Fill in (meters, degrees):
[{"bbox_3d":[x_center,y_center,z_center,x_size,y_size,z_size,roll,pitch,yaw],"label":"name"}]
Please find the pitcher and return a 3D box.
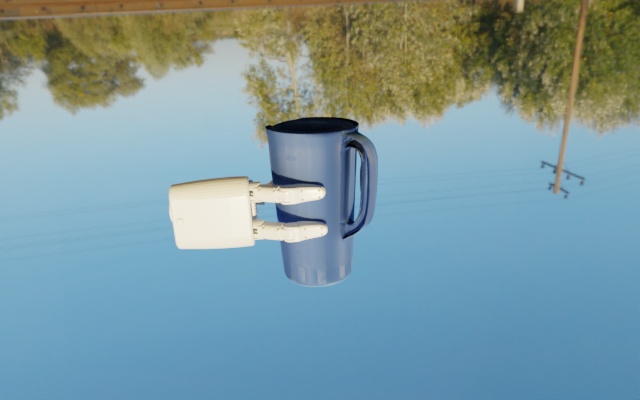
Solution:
[{"bbox_3d":[0.000,0.002,0.705,0.145,0.243,0.149,-5,19,-6],"label":"pitcher"}]
